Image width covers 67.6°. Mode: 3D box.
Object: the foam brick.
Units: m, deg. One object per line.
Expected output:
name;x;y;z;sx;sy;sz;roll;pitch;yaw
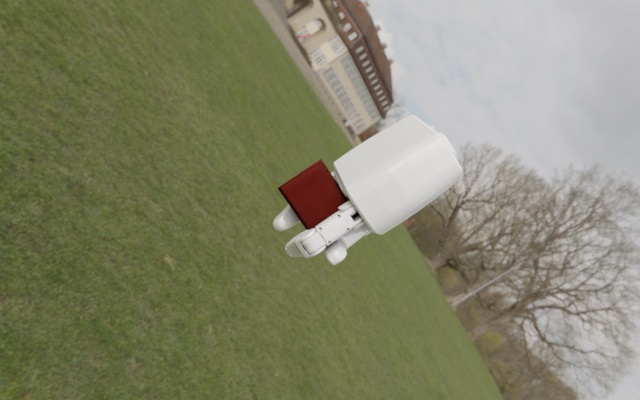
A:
foam brick;0.000;0.001;0.509;0.051;0.078;0.053;-34;7;8
